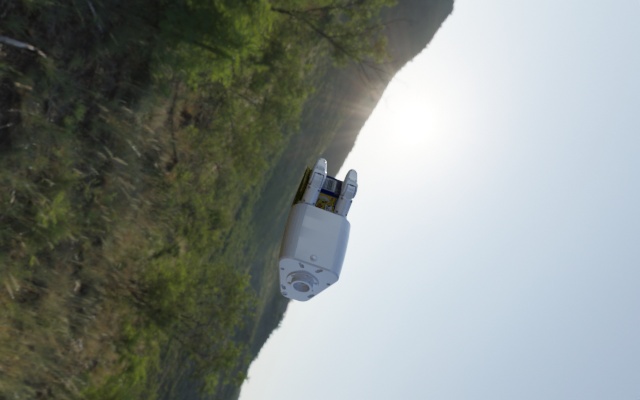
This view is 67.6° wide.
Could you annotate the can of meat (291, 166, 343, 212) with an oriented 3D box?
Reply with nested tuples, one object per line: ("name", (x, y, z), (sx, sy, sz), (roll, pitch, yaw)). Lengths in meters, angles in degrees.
("can of meat", (0.000, 0.003, 0.800), (0.084, 0.102, 0.057), (20, 43, -6))
